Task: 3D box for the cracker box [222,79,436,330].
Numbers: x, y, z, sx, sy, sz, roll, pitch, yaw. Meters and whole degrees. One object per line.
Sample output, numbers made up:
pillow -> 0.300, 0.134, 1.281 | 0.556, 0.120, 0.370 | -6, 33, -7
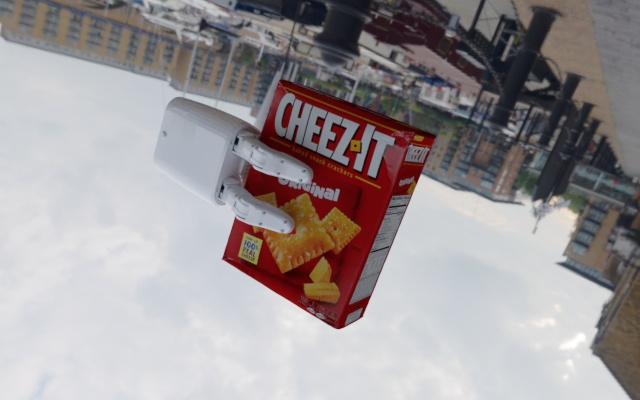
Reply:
cracker box -> 0.000, 0.002, 0.506 | 0.164, 0.214, 0.072 | 27, 16, 26
